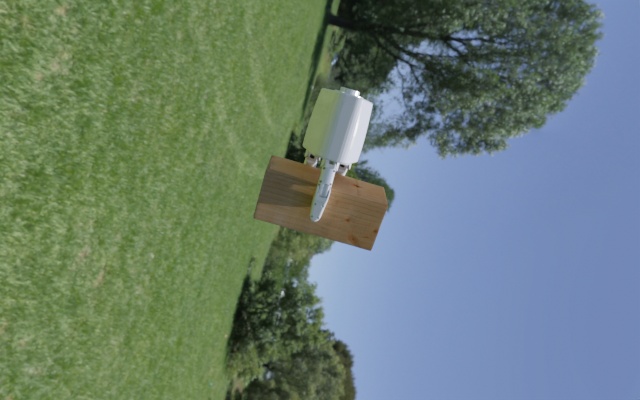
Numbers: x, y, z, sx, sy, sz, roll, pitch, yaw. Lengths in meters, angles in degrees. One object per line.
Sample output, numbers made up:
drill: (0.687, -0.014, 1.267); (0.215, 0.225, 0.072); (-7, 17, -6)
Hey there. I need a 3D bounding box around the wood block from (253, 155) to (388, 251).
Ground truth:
wood block: (0.000, 0.002, 0.818); (0.206, 0.090, 0.090); (16, 22, -5)
